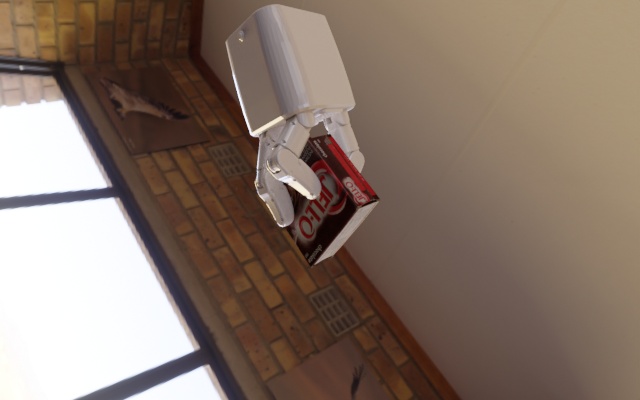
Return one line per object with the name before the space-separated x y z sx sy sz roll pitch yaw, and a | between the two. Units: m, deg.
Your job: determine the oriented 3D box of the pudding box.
pudding box | 0.000 0.002 0.495 0.039 0.090 0.114 -18 -26 -37
